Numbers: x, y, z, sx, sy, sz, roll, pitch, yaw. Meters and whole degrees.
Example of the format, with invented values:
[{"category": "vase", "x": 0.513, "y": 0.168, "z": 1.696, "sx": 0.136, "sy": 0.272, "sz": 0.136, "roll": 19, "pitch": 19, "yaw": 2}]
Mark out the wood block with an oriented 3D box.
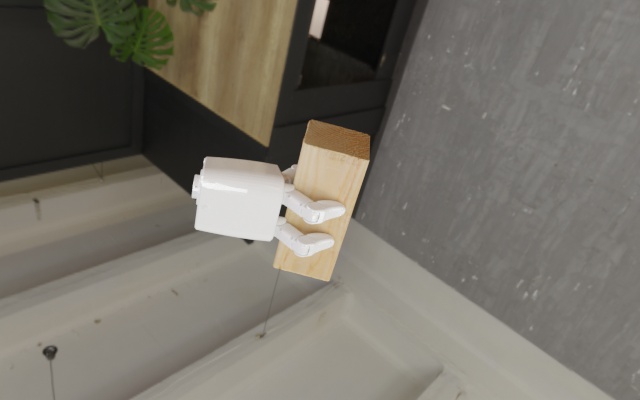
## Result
[{"category": "wood block", "x": 0.000, "y": 0.002, "z": 0.692, "sx": 0.090, "sy": 0.206, "sz": 0.090, "roll": 15, "pitch": 31, "yaw": -3}]
